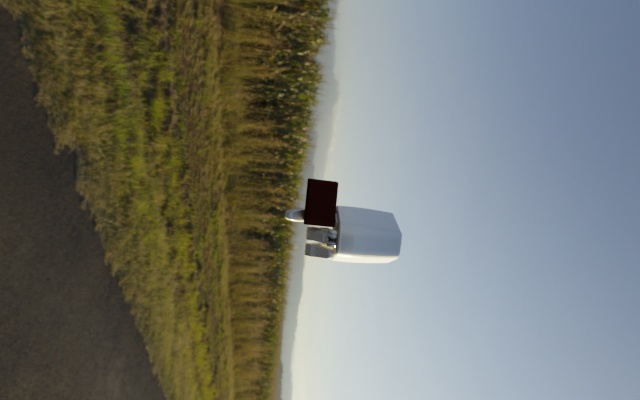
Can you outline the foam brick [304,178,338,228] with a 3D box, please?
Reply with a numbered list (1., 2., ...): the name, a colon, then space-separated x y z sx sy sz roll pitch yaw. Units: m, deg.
1. foam brick: 0.000 0.002 0.813 0.051 0.078 0.053 5 4 -3
